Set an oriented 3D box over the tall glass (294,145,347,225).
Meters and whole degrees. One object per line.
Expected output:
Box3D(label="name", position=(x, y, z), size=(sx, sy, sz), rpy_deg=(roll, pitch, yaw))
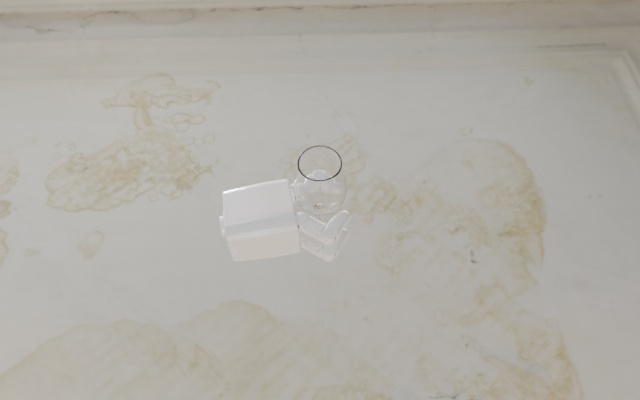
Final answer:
Box3D(label="tall glass", position=(0.000, 0.003, 0.737), size=(0.079, 0.079, 0.201), rpy_deg=(0, -33, 0))
